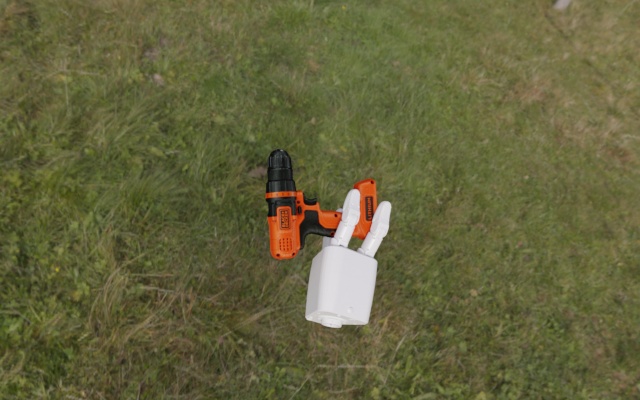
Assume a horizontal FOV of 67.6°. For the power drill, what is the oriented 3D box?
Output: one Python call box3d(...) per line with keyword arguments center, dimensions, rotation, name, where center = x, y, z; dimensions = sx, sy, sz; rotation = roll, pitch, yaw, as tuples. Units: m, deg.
box3d(center=(0.001, 0.003, 0.816), dimensions=(0.187, 0.184, 0.057), rotation=(-2, -1, -11), name="power drill")
